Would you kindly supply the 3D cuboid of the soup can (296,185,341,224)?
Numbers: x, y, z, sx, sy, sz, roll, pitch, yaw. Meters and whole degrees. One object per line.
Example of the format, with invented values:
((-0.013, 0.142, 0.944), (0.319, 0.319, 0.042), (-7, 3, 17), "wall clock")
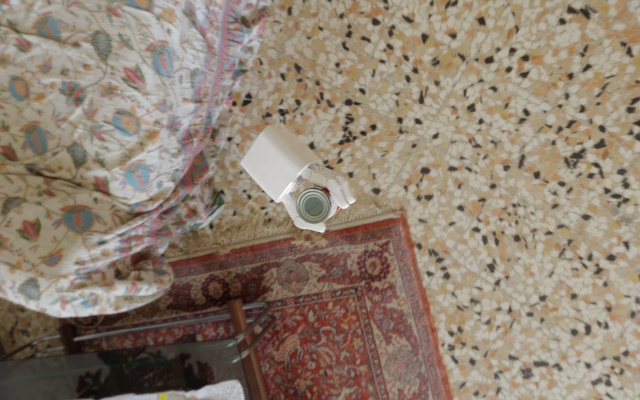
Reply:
((0.000, 0.003, 0.894), (0.068, 0.068, 0.102), (0, 9, 15), "soup can")
